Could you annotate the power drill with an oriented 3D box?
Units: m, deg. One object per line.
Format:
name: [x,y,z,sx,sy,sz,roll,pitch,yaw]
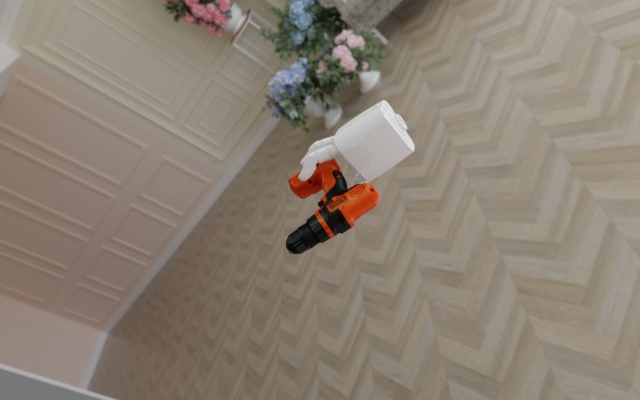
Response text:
power drill: [0.000,0.002,0.884,0.184,0.057,0.187,-32,35,1]
